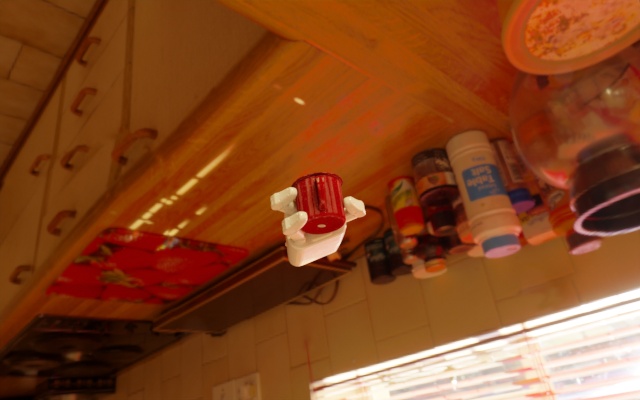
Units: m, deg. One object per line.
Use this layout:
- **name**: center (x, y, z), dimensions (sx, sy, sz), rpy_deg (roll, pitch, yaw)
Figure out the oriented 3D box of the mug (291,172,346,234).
- **mug**: center (0.000, 0.002, 0.823), dimensions (0.093, 0.081, 0.117), rpy_deg (-5, -26, -8)
